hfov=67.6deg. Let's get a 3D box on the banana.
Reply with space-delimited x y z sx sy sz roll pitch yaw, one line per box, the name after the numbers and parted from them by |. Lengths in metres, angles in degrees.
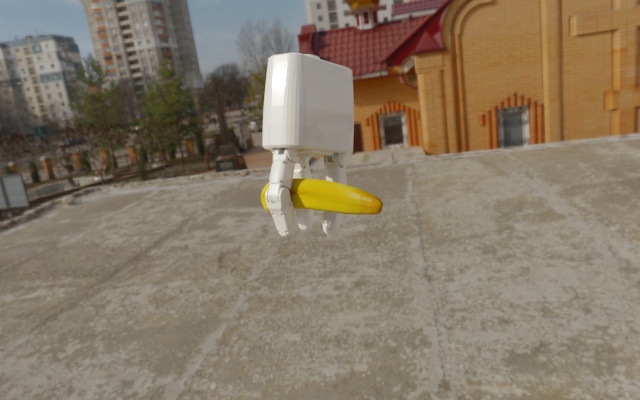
-0.016 -0.003 0.567 0.070 0.037 0.198 21 -15 -37 | banana
